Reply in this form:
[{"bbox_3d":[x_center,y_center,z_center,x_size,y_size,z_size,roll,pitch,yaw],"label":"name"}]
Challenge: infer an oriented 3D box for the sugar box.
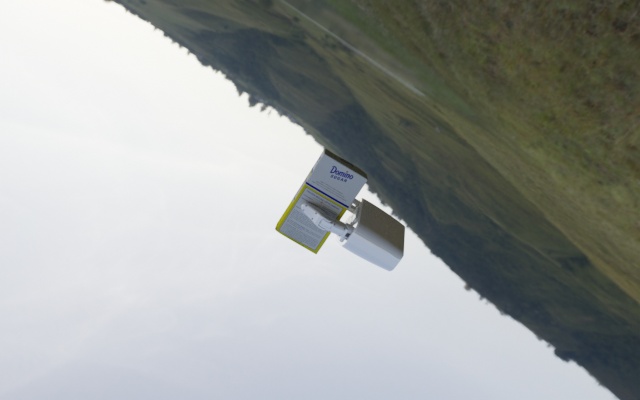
[{"bbox_3d":[0.000,0.003,0.871,0.093,0.176,0.048,31,17,-10],"label":"sugar box"}]
